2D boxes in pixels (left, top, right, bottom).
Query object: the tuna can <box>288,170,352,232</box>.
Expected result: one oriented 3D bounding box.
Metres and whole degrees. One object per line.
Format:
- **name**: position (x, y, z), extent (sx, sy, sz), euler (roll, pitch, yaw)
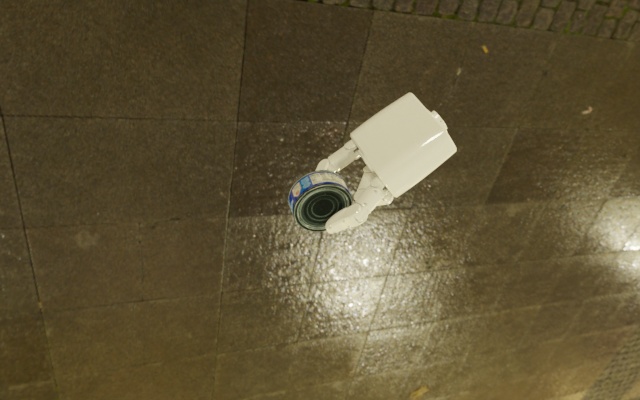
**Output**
- **tuna can**: position (0.000, 0.003, 0.661), extent (0.086, 0.086, 0.033), euler (0, 38, -18)
